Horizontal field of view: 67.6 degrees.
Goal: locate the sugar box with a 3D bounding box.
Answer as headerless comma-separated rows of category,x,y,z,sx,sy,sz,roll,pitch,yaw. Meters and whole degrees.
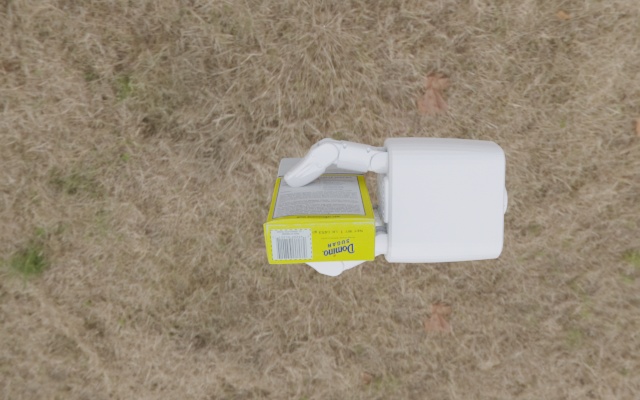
sugar box,0.000,0.002,0.475,0.093,0.048,0.176,-1,20,1
